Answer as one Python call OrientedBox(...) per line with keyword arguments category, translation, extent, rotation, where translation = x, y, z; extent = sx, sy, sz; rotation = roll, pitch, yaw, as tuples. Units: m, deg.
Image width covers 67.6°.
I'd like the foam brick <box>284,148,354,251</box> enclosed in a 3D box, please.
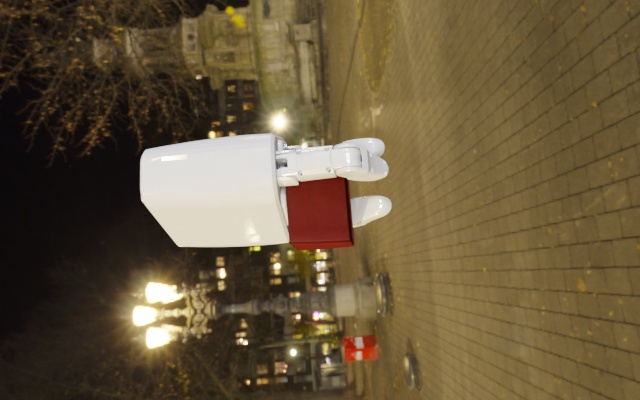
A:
OrientedBox(category="foam brick", translation=(0.000, 0.002, 0.404), extent=(0.051, 0.078, 0.053), rotation=(-5, -12, 3))
